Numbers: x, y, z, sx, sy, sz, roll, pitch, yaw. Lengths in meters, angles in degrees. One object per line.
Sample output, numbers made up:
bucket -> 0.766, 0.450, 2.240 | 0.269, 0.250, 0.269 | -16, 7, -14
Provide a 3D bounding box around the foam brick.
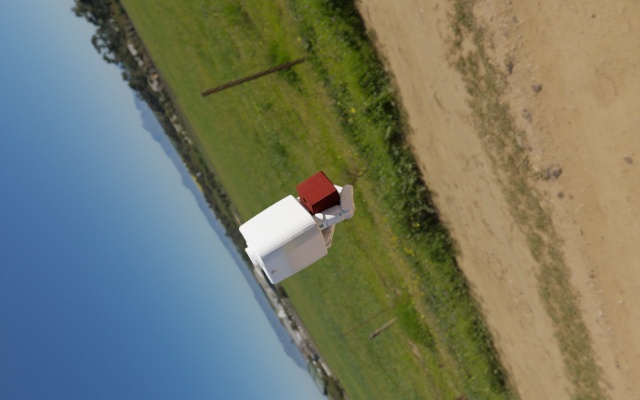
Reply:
foam brick -> 0.000, 0.002, 0.787 | 0.051, 0.078, 0.053 | -30, 52, -12
